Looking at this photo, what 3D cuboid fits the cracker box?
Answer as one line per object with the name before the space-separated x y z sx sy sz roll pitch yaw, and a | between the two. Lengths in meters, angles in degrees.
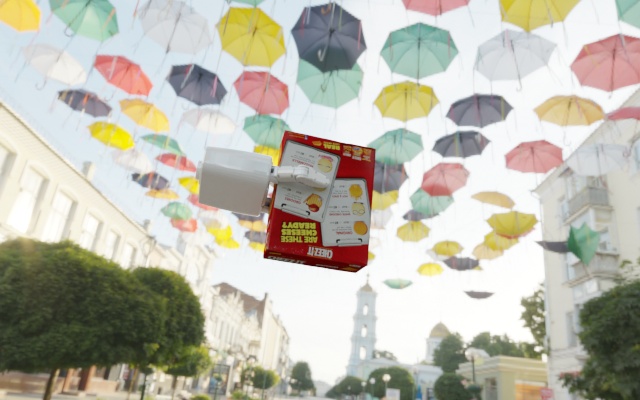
cracker box | 0.000 0.002 0.803 0.164 0.213 0.072 10 -22 -9
